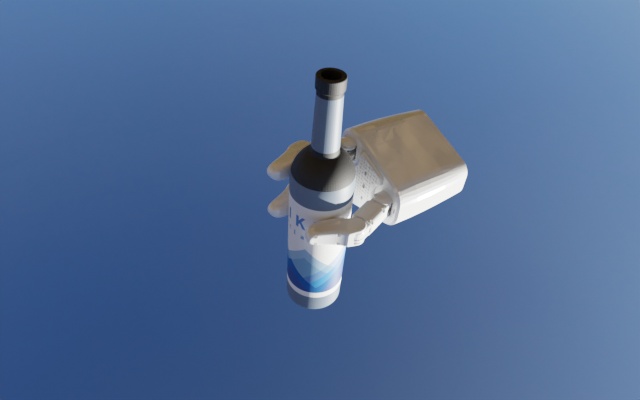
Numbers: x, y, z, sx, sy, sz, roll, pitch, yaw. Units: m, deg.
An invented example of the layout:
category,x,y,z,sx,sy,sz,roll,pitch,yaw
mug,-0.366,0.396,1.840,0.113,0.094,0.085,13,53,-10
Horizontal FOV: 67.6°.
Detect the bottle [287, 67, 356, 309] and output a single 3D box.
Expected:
category,x,y,z,sx,sy,sz,roll,pitch,yaw
bottle,0.000,0.002,0.502,0.069,0.296,0.069,3,43,-2
